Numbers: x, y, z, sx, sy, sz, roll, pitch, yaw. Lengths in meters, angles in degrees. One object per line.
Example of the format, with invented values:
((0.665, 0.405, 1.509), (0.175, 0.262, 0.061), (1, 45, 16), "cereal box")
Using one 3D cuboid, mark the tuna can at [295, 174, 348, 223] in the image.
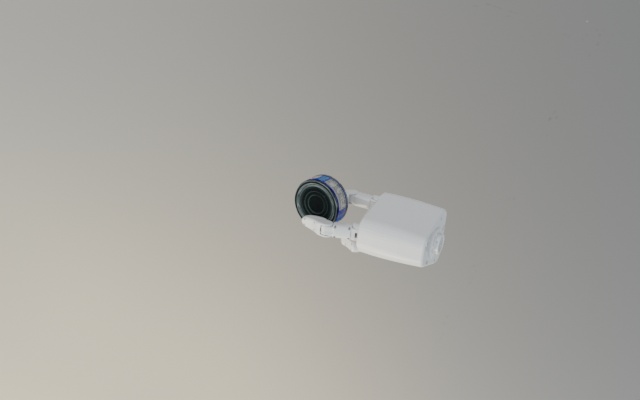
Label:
((0.000, 0.003, 0.781), (0.086, 0.086, 0.033), (0, 17, 35), "tuna can")
